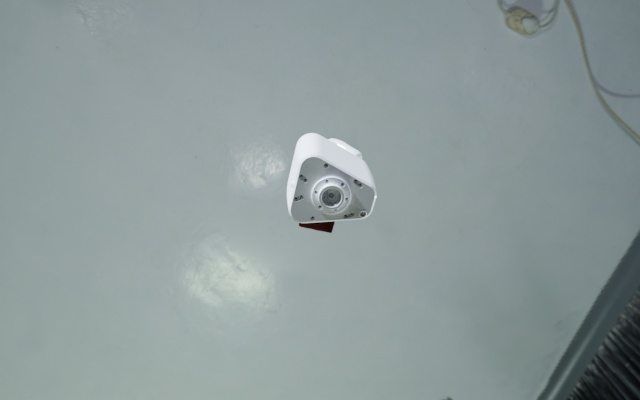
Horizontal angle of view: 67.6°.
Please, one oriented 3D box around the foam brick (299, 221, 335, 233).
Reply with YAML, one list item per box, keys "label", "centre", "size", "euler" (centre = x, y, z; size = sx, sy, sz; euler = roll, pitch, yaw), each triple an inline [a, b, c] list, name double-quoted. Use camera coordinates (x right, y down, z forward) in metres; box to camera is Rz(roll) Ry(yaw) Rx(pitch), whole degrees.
- label: "foam brick"
  centre: [0.000, 0.003, 0.731]
  size: [0.053, 0.078, 0.051]
  euler: [12, 19, -7]
